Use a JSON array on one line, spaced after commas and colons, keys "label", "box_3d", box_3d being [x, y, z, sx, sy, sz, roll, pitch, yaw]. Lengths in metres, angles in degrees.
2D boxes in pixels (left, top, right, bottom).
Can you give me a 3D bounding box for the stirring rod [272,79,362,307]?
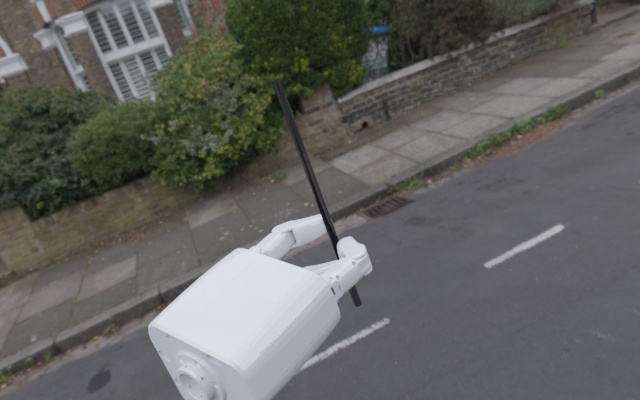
[{"label": "stirring rod", "box_3d": [0.000, 0.002, 0.459, 0.011, 0.240, 0.011, -18, 19, 6]}]
